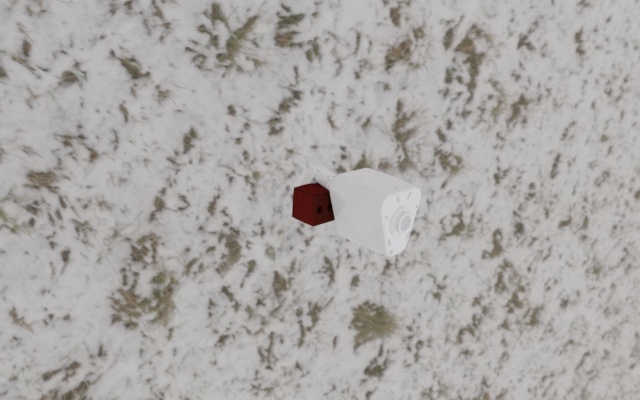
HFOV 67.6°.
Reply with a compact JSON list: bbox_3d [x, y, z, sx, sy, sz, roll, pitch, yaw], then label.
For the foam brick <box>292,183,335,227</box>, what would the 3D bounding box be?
[{"bbox_3d":[0.000,0.003,0.771,0.078,0.053,0.051,-16,28,-39],"label":"foam brick"}]
